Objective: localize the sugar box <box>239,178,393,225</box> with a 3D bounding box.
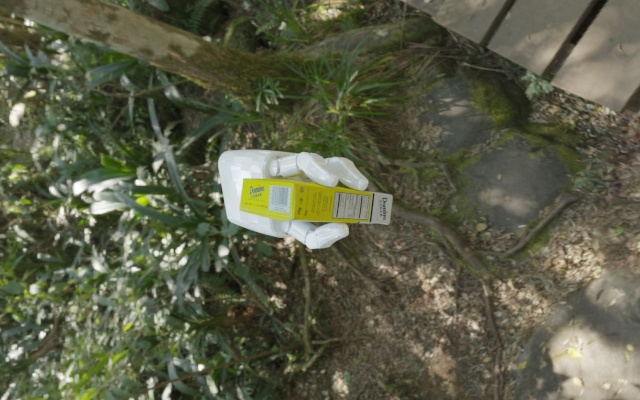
[{"bbox_3d":[0.000,0.001,0.586,0.093,0.048,0.176,9,5,43],"label":"sugar box"}]
